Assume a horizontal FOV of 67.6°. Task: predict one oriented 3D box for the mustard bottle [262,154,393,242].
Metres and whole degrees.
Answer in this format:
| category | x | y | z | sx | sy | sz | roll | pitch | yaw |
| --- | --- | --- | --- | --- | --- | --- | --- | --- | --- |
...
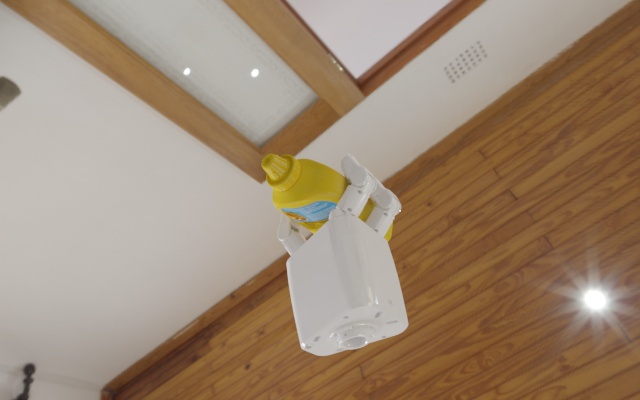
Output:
| category | x | y | z | sx | sy | sz | roll | pitch | yaw |
| --- | --- | --- | --- | --- | --- | --- | --- | --- | --- |
| mustard bottle | 0.000 | 0.002 | 0.567 | 0.096 | 0.058 | 0.192 | -10 | -33 | 37 |
